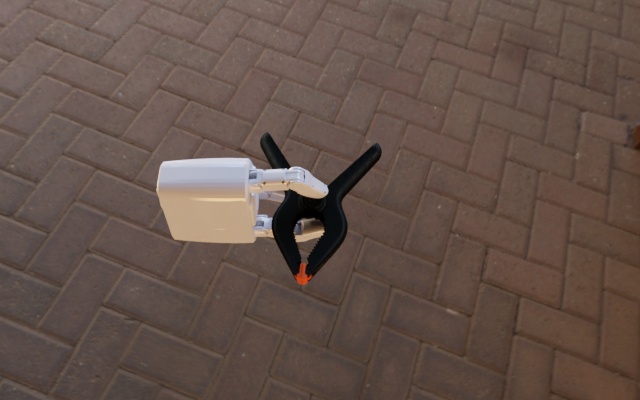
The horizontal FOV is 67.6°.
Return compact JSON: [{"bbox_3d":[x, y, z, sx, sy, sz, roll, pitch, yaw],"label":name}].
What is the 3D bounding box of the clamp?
[{"bbox_3d":[0.000,0.002,0.609,0.164,0.210,0.036,-1,-27,1],"label":"clamp"}]
